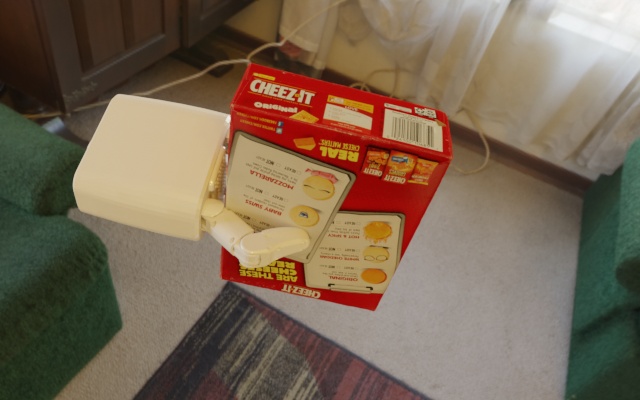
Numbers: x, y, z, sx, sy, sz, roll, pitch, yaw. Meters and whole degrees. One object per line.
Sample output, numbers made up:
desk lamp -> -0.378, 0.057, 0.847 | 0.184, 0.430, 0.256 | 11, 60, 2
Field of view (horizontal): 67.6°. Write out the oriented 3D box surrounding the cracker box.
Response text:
cracker box -> 0.000, 0.001, 0.429 | 0.164, 0.072, 0.214 | 13, -44, -2
